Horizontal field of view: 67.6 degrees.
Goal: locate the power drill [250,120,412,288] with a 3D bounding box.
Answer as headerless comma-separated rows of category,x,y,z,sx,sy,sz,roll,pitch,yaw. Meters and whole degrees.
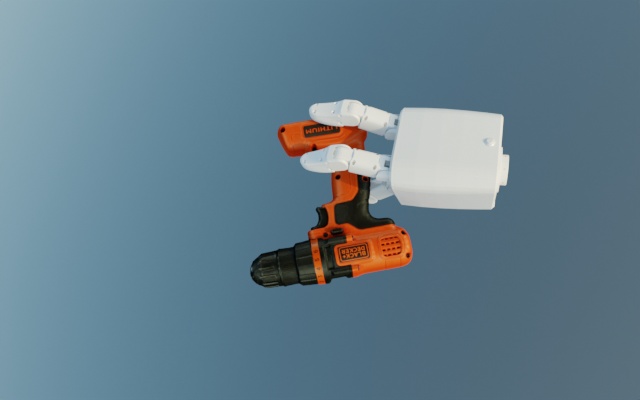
power drill,0.000,0.001,0.556,0.184,0.187,0.057,-10,-11,-1
